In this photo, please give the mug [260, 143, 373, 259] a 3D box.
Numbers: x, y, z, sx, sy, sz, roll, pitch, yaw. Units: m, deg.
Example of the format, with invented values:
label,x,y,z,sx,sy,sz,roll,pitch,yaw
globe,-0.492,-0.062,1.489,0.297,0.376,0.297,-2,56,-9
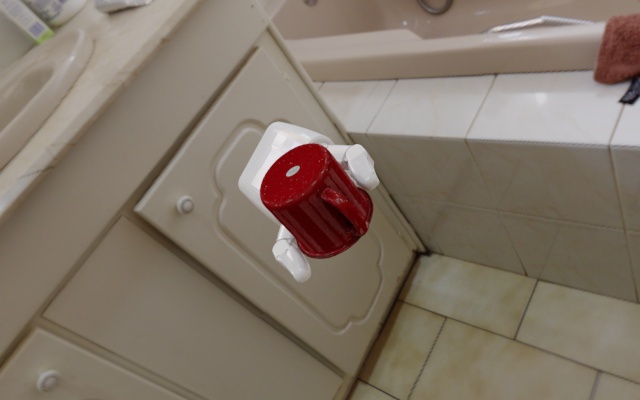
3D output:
label,x,y,z,sx,sy,sz,roll,pitch,yaw
mug,0.001,0.002,0.465,0.117,0.093,0.081,30,-16,51
